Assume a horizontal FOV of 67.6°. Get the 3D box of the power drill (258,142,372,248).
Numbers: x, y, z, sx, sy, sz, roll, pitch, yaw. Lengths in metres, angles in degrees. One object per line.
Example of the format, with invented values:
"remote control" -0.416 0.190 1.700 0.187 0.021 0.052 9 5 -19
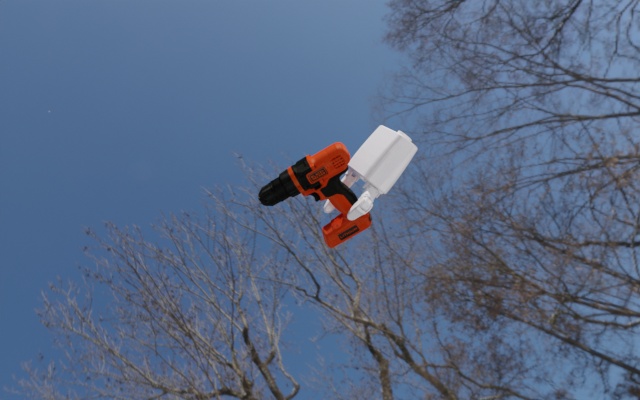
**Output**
"power drill" 0.001 0.003 0.899 0.184 0.188 0.057 -29 35 7
